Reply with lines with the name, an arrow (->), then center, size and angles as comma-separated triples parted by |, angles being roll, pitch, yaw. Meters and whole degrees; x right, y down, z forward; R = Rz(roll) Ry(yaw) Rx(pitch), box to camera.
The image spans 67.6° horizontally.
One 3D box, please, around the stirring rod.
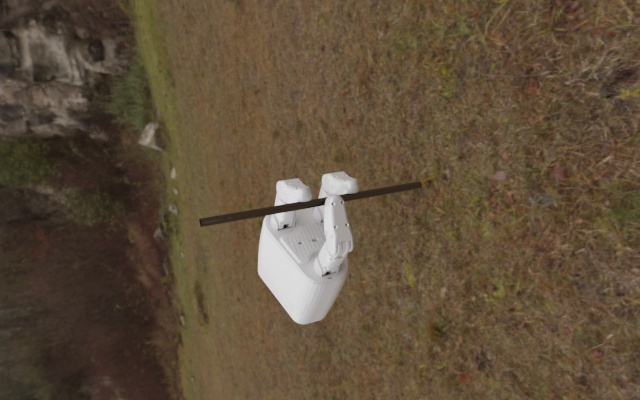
stirring rod -> 0.000, 0.002, 0.481 | 0.239, 0.011, 0.011 | -10, 4, -22
